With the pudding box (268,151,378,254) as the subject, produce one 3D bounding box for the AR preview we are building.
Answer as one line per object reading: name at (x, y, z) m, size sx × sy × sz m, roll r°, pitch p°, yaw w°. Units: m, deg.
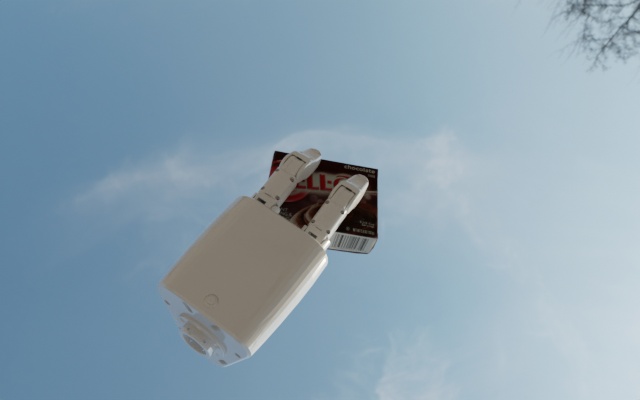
pudding box at (0.000, 0.002, 0.478) m, size 0.113 × 0.090 × 0.039 m, roll 11°, pitch -38°, yaw -7°
